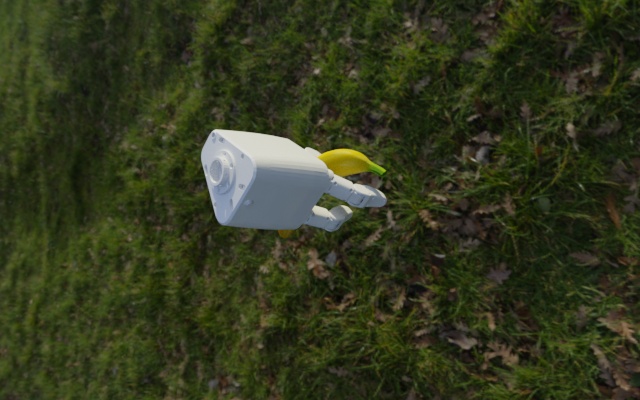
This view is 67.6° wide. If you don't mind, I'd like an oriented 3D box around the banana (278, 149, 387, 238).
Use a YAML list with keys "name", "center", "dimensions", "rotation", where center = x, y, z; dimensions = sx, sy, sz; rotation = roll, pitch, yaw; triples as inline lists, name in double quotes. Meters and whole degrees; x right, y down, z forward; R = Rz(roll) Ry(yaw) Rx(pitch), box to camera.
- name: "banana"
  center: [-0.006, -0.016, 0.644]
  dimensions: [0.198, 0.069, 0.037]
  rotation: [-33, -11, 36]
